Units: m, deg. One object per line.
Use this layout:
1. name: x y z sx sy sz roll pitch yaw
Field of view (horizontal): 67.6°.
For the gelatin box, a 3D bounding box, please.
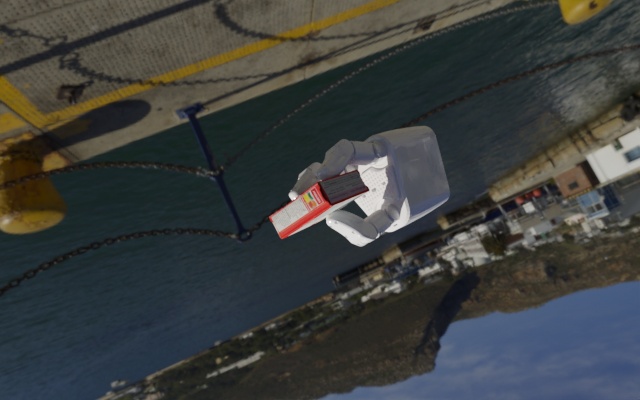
1. gelatin box: 0.000 0.002 0.502 0.073 0.030 0.089 -34 -6 33
